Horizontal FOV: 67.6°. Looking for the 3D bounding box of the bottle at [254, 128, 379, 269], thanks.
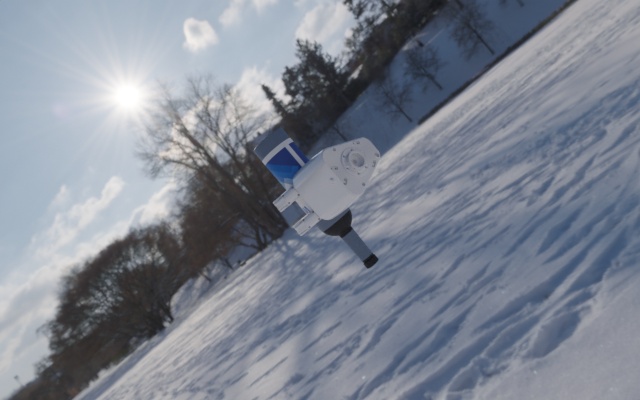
[{"bbox_3d":[0.000,0.003,0.861,0.069,0.296,0.069,-40,1,1],"label":"bottle"}]
